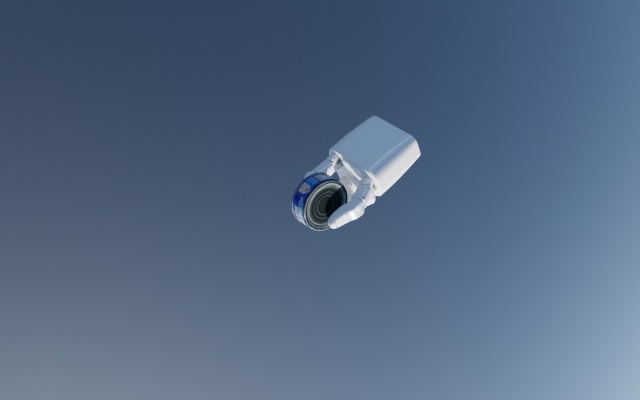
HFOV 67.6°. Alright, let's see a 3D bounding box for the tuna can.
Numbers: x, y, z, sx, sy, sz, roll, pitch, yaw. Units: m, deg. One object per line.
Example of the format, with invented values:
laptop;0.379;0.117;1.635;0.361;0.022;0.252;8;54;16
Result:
tuna can;0.000;0.003;0.734;0.086;0.086;0.033;0;22;-39
